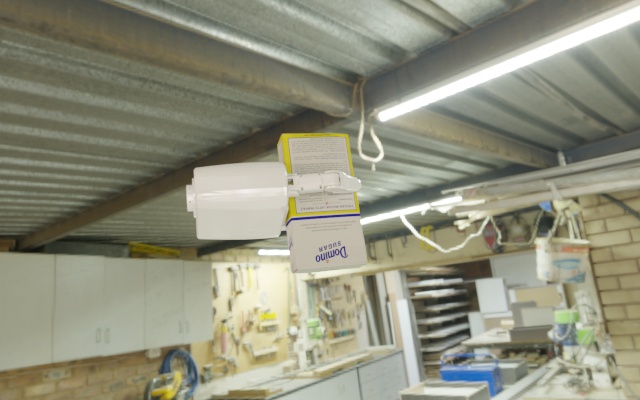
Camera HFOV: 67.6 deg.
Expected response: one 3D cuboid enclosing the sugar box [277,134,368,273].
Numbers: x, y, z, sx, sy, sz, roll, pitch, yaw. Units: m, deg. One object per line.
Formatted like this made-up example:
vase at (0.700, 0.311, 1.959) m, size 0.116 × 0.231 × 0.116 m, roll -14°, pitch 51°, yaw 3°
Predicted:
sugar box at (0.000, 0.002, 0.614) m, size 0.093 × 0.176 × 0.048 m, roll -3°, pitch -13°, yaw -15°
